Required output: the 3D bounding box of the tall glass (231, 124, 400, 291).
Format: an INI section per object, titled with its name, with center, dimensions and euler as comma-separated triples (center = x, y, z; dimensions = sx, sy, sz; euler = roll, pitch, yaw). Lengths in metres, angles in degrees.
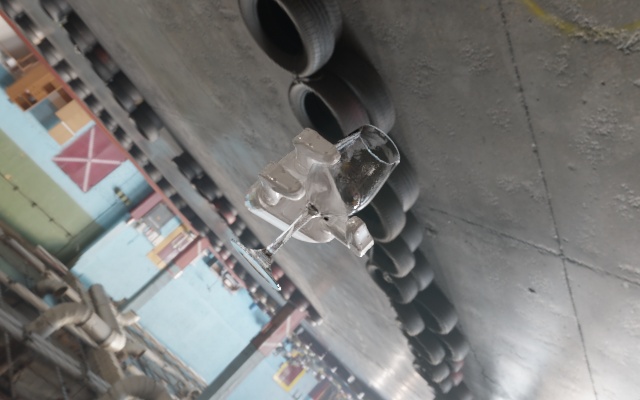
[tall glass]
center = 0.000, 0.002, 0.527
dimensions = 0.201, 0.079, 0.079
euler = -44, 15, -16
